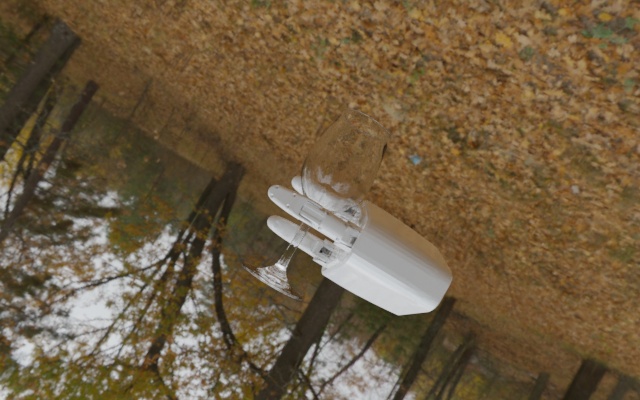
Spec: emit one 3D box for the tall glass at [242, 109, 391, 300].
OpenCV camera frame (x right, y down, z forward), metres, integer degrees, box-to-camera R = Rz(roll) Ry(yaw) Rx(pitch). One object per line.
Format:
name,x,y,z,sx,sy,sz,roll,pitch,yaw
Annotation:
tall glass,0.000,0.002,0.516,0.079,0.201,0.079,31,-4,3
